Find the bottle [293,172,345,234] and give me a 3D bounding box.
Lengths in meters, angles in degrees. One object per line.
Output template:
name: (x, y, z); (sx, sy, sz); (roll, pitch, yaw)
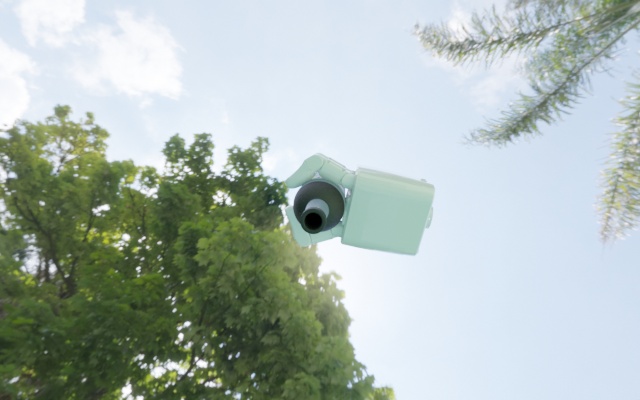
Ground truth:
bottle: (0.000, 0.002, 0.641); (0.069, 0.069, 0.295); (0, 8, 3)
